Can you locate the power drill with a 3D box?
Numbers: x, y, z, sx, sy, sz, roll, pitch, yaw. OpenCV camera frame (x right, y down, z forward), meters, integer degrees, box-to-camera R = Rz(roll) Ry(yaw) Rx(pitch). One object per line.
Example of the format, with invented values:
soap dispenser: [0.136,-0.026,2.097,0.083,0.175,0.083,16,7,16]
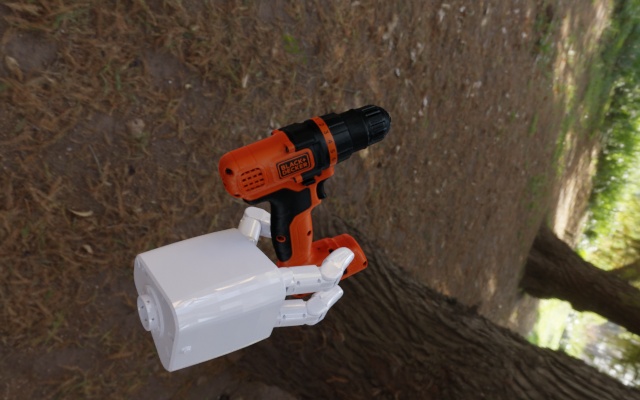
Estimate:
power drill: [0.000,0.002,0.514,0.184,0.188,0.057,-21,33,-14]
